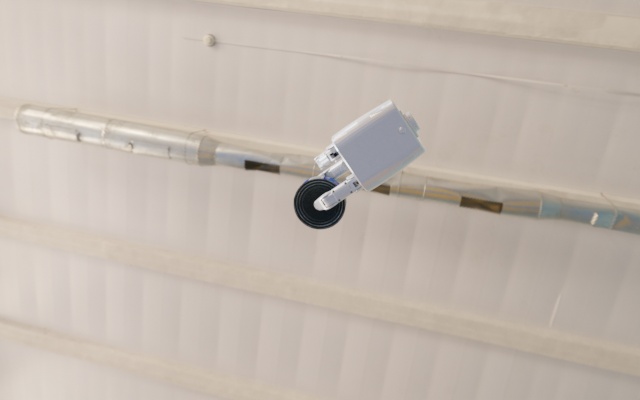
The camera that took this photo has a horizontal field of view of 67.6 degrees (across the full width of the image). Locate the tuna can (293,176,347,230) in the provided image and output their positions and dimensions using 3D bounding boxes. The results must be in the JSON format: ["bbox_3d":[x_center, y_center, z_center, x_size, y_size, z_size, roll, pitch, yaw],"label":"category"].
[{"bbox_3d":[0.000,0.002,0.791,0.086,0.086,0.033,0,13,7],"label":"tuna can"}]
